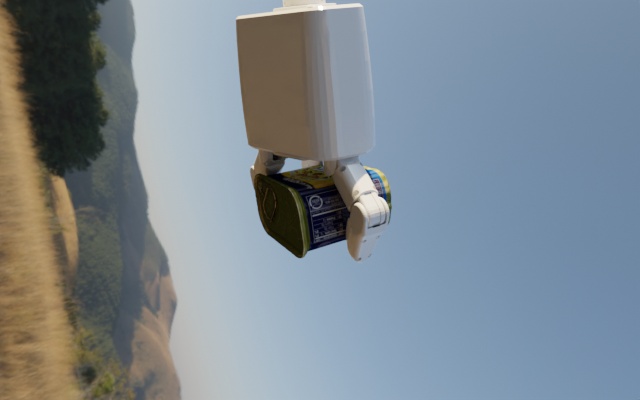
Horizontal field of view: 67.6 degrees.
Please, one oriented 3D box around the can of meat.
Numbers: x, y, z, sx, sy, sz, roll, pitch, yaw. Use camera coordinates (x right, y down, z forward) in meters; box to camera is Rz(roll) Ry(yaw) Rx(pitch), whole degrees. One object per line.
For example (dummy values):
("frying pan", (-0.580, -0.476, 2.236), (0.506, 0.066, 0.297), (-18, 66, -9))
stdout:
("can of meat", (0.000, 0.001, 0.411), (0.084, 0.057, 0.102), (-15, 18, -23))
